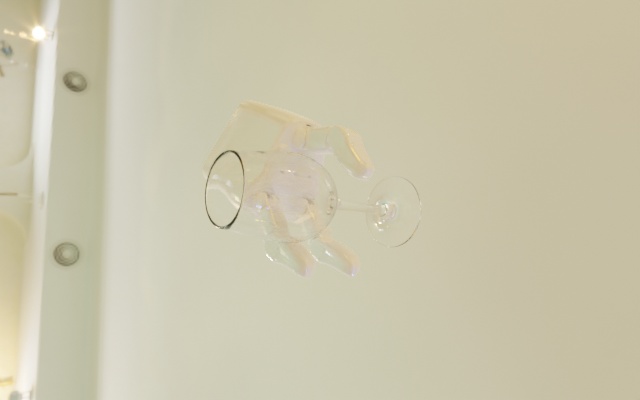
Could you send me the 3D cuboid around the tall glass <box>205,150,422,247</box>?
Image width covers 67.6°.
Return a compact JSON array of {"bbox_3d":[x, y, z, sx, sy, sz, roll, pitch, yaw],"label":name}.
[{"bbox_3d":[0.001,0.001,0.433,0.201,0.079,0.079,8,-5,-41],"label":"tall glass"}]
